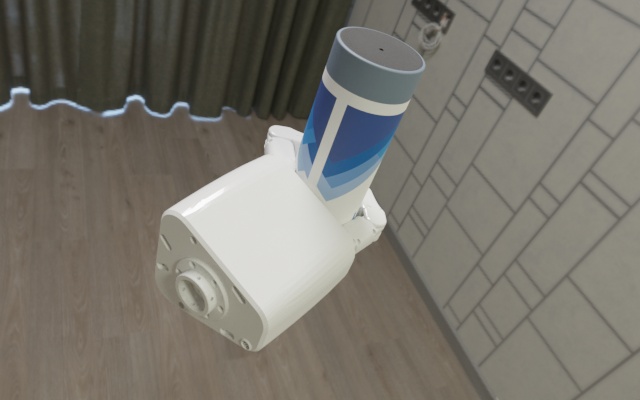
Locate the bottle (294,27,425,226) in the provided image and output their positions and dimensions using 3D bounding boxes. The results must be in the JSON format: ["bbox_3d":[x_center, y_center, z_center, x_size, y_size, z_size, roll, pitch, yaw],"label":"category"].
[{"bbox_3d":[0.000,0.001,0.424,0.069,0.296,0.069,13,39,-11],"label":"bottle"}]
